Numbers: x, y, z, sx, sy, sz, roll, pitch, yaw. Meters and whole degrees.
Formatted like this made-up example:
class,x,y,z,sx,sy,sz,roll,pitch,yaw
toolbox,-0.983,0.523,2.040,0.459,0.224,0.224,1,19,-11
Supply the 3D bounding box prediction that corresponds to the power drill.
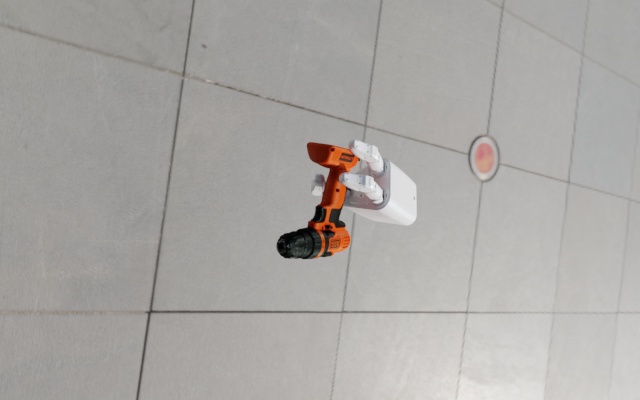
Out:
class,x,y,z,sx,sy,sz,roll,pitch,yaw
power drill,0.000,0.002,0.780,0.057,0.187,0.184,14,7,30
